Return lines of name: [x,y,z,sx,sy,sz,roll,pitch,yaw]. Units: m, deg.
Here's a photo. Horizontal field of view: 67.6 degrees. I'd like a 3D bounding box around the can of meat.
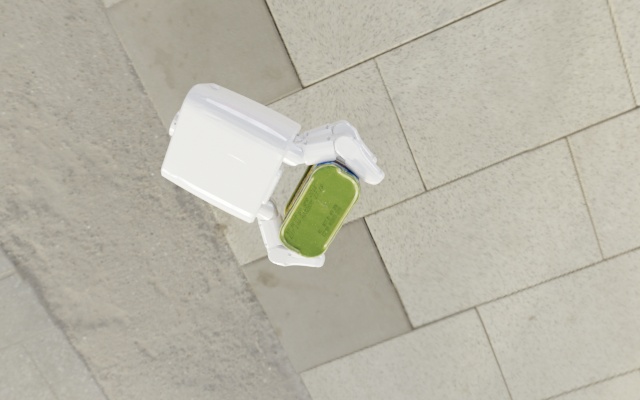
can of meat: [0.000,0.002,0.497,0.057,0.102,0.084,29,14,-5]
